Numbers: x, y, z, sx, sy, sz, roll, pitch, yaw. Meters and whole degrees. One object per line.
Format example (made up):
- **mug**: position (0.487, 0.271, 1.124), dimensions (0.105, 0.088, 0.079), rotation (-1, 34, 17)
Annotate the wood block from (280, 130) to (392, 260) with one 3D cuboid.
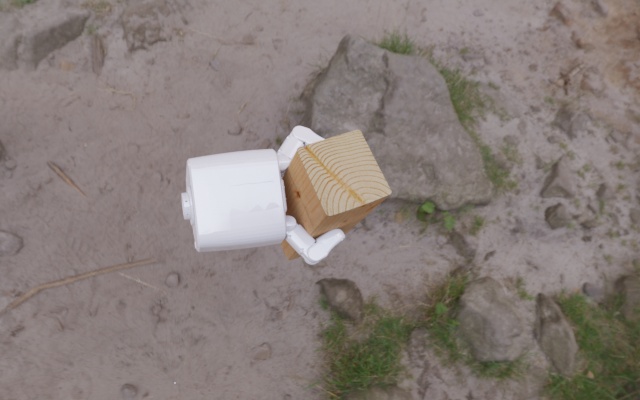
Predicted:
- **wood block**: position (0.000, 0.002, 0.640), dimensions (0.090, 0.091, 0.206), rotation (-19, -13, -22)
